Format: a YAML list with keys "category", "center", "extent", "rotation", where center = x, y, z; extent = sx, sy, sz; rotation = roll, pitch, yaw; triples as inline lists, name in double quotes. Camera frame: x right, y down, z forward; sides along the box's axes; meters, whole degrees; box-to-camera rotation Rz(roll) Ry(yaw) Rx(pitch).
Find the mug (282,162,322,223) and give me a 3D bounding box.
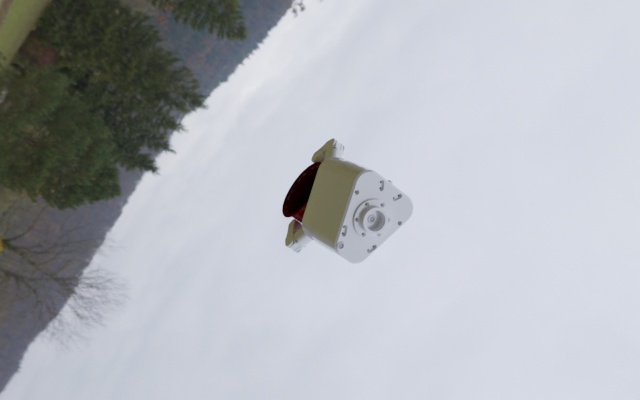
- category: "mug"
  center: [0.000, 0.002, 0.705]
  extent: [0.081, 0.093, 0.117]
  rotation: [35, -2, -24]
